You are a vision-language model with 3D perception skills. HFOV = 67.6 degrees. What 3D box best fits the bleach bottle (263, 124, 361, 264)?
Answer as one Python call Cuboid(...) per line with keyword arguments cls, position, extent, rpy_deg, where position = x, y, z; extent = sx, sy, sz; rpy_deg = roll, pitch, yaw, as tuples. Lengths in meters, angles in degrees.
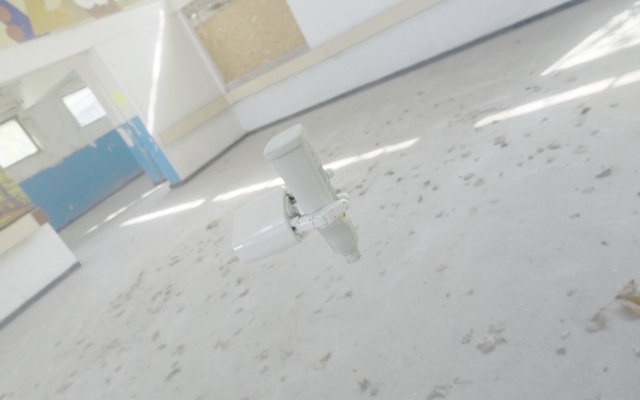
Cuboid(cls="bleach bottle", position=(0.000, 0.002, 0.789), extent=(0.068, 0.251, 0.102), rpy_deg=(-25, 20, 13))
